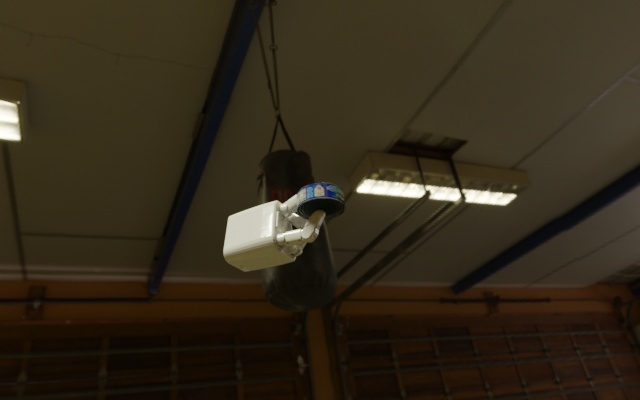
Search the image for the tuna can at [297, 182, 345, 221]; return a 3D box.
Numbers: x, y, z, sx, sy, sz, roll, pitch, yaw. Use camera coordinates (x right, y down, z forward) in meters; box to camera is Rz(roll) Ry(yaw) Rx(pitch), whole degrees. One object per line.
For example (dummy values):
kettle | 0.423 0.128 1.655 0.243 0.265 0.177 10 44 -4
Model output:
tuna can | 0.000 0.002 0.846 0.086 0.033 0.086 -3 -28 -2
